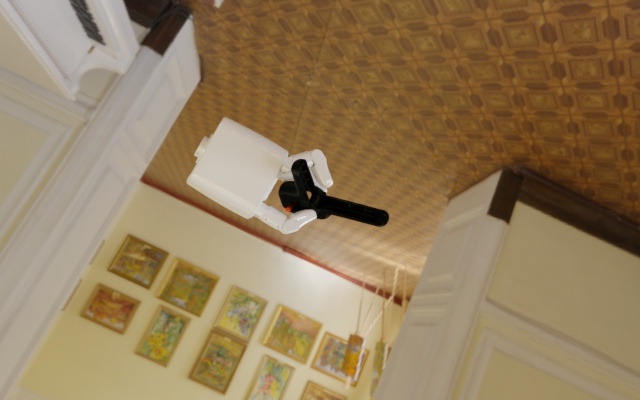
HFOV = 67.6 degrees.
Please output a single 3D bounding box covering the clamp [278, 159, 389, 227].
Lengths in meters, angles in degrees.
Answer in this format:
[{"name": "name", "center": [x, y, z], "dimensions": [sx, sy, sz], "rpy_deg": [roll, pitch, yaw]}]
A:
[{"name": "clamp", "center": [-0.001, 0.003, 0.740], "dimensions": [0.164, 0.036, 0.210], "rpy_deg": [30, -17, -15]}]
